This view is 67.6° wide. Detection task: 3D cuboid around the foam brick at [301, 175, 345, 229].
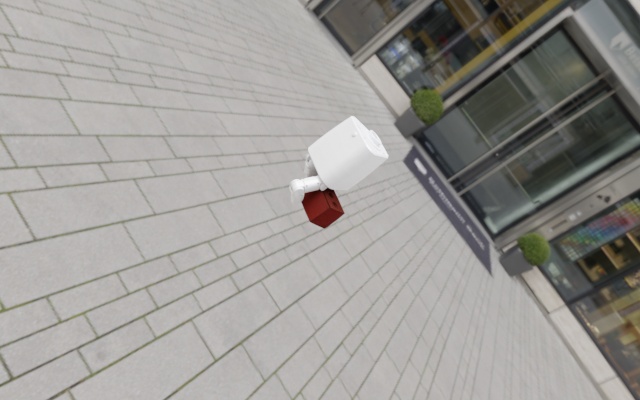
[{"bbox_3d":[0.000,0.003,0.897,0.051,0.078,0.053,-35,-31,20],"label":"foam brick"}]
